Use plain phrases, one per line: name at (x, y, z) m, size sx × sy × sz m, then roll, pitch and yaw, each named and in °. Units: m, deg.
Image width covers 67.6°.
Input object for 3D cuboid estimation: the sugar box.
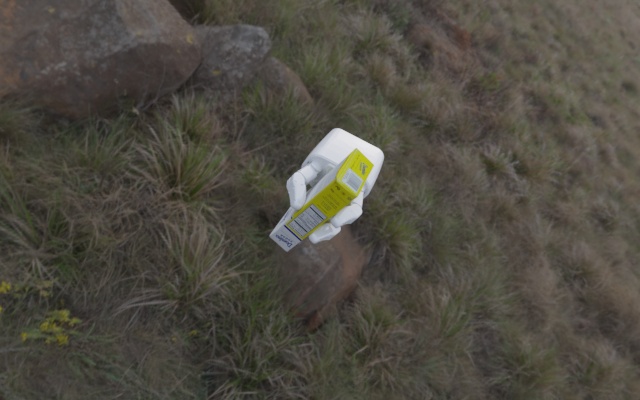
sugar box at (0.001, 0.003, 0.734) m, size 0.176 × 0.048 × 0.093 m, roll -43°, pitch 9°, yaw 40°
